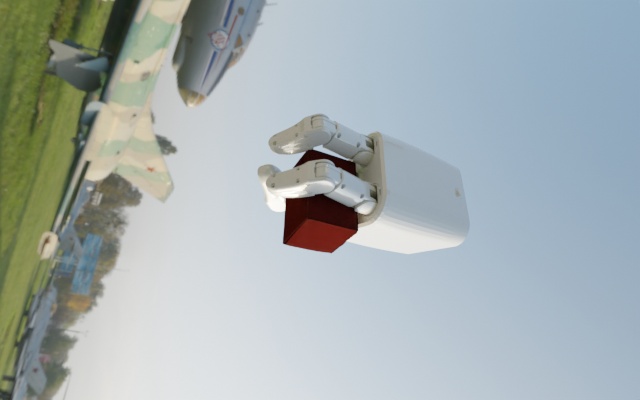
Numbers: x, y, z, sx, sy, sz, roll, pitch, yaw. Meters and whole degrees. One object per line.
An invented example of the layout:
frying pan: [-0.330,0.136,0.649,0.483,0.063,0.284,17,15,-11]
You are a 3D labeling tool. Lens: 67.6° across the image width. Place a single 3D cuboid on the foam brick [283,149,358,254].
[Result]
foam brick: [0.000,0.002,0.441,0.051,0.078,0.053,16,-35,-23]
